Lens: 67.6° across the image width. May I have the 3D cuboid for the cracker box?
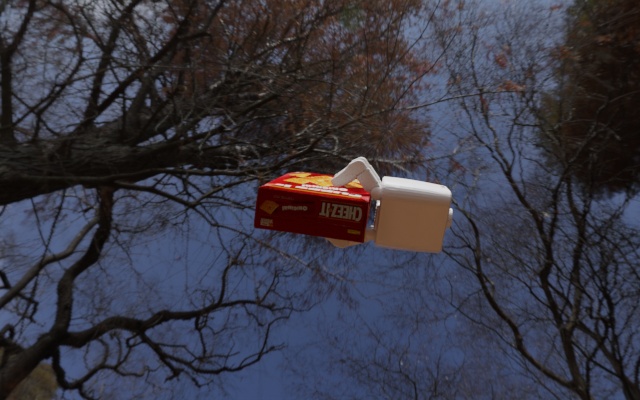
[{"bbox_3d":[0.000,0.003,0.784,0.164,0.072,0.213,7,9,7],"label":"cracker box"}]
